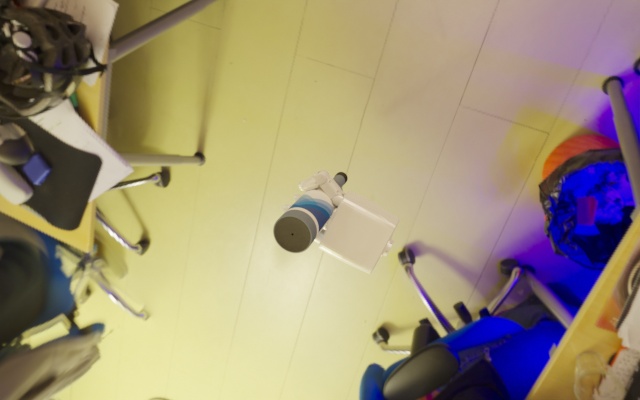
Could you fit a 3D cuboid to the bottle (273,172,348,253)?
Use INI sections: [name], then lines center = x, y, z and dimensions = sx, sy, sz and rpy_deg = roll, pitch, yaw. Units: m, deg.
[bottle]
center = 0.000, 0.003, 0.882
dimensions = 0.069, 0.069, 0.295
rpy_deg = 0, 20, 19
